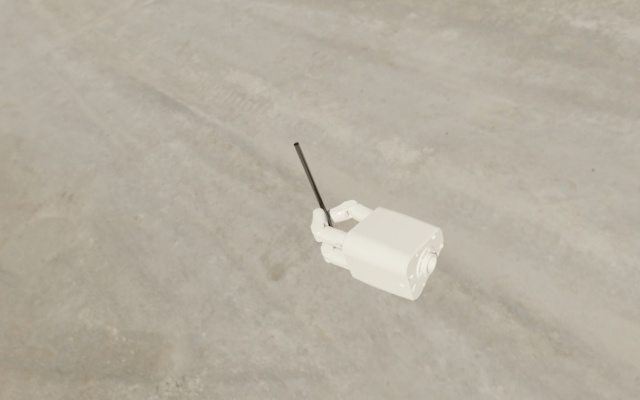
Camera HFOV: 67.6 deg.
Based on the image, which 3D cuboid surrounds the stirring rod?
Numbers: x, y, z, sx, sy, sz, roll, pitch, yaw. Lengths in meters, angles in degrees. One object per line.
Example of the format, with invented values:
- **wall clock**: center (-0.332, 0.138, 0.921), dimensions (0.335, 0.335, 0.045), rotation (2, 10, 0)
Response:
- **stirring rod**: center (0.000, 0.003, 0.752), dimensions (0.011, 0.011, 0.240), rotation (0, -43, 23)
